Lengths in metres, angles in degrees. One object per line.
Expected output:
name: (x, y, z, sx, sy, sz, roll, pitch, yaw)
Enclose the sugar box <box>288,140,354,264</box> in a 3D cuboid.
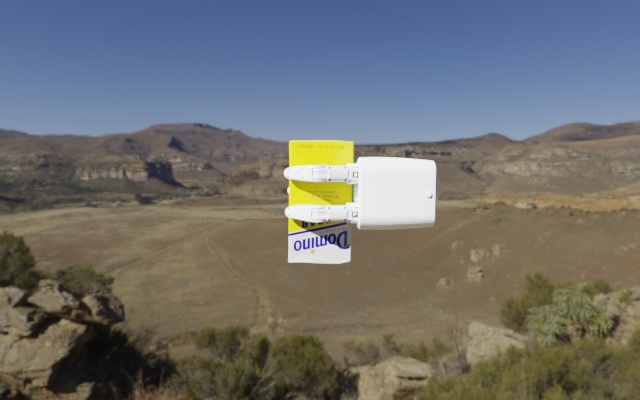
sugar box: (0.000, 0.002, 0.692, 0.093, 0.176, 0.048, 0, 4, 0)
